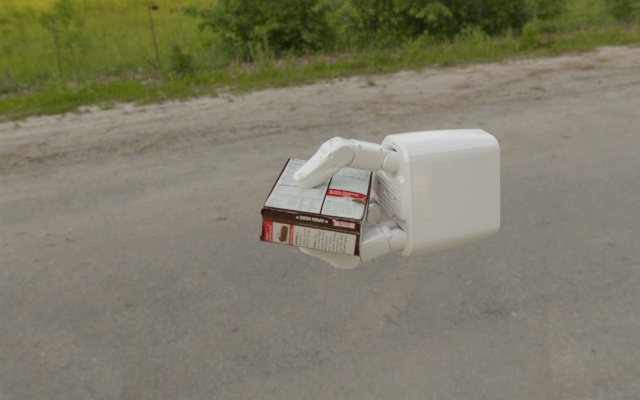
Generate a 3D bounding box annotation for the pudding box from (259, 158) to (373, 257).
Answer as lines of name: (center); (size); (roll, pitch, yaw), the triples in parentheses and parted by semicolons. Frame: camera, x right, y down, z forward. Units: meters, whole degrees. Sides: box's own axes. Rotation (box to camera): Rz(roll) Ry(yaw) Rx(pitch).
pudding box: (0.000, 0.001, 0.450); (0.090, 0.039, 0.113); (8, 27, 7)
